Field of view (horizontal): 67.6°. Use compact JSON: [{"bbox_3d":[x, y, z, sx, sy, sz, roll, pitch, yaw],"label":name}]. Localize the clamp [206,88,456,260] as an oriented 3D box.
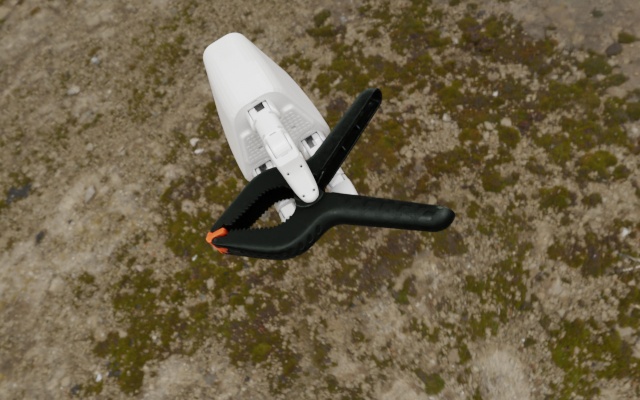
[{"bbox_3d":[-0.001,0.001,0.422,0.210,0.164,0.036,-31,-36,1],"label":"clamp"}]
